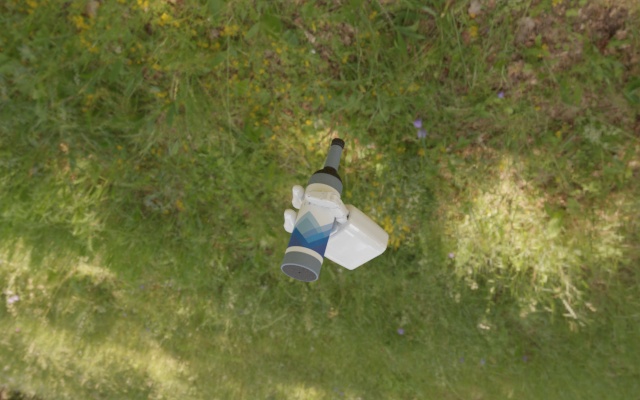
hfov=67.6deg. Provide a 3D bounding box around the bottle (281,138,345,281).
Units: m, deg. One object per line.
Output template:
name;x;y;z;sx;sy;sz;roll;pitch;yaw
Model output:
bottle;0.000;0.003;0.891;0.069;0.295;0.069;12;-31;7
